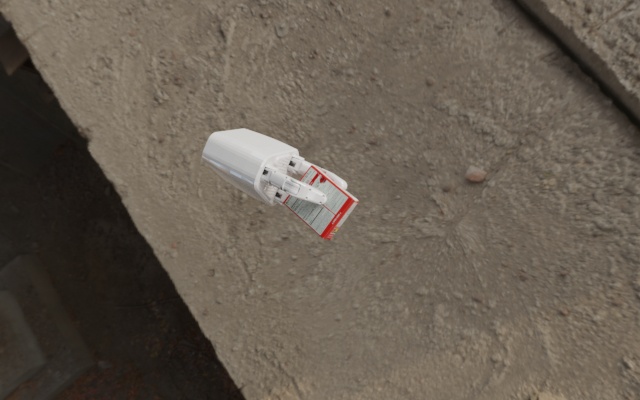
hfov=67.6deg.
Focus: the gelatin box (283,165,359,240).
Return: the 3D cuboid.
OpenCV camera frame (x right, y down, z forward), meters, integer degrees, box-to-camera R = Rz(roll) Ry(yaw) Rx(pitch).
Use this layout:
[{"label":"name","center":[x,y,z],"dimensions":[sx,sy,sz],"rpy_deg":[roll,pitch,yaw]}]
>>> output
[{"label":"gelatin box","center":[0.000,0.002,0.702],"dimensions":[0.089,0.073,0.030],"rpy_deg":[40,10,22]}]
